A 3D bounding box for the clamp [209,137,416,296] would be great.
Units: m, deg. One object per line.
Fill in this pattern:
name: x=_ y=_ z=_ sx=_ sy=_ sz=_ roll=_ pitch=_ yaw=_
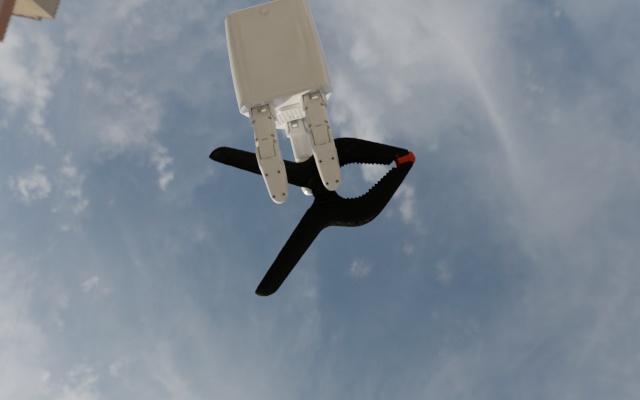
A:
clamp: x=0.001 y=0.001 z=0.500 sx=0.210 sy=0.164 sz=0.036 roll=-13 pitch=-5 yaw=2
